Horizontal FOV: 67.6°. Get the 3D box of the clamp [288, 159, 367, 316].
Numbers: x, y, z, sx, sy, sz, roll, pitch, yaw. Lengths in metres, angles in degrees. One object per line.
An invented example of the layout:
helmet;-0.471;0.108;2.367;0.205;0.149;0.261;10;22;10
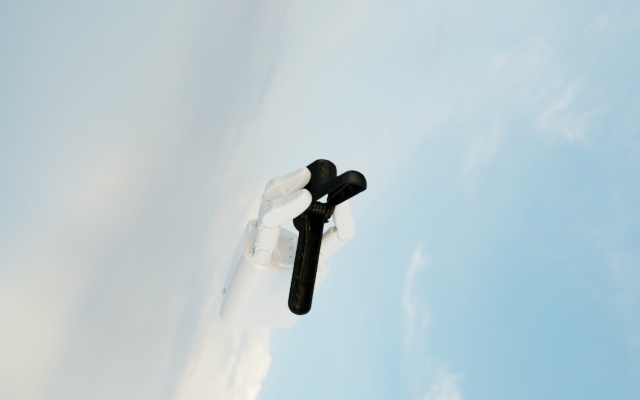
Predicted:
clamp;0.001;0.002;0.539;0.036;0.165;0.209;19;29;-14
